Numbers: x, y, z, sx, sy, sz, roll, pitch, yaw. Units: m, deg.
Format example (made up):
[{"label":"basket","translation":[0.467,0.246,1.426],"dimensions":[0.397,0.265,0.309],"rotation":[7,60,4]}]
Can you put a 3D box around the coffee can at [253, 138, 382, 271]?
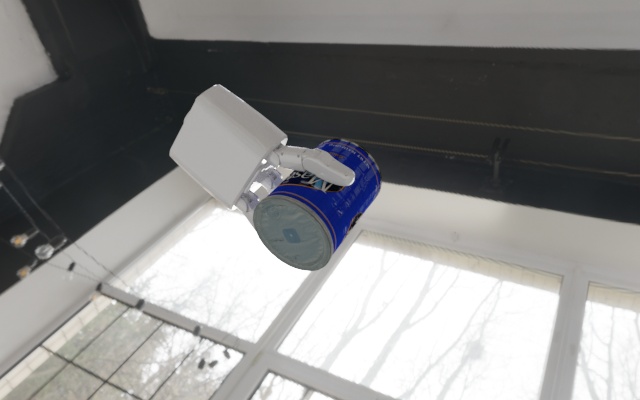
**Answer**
[{"label":"coffee can","translation":[0.000,0.002,0.580],"dimensions":[0.103,0.103,0.140],"rotation":[0,33,35]}]
